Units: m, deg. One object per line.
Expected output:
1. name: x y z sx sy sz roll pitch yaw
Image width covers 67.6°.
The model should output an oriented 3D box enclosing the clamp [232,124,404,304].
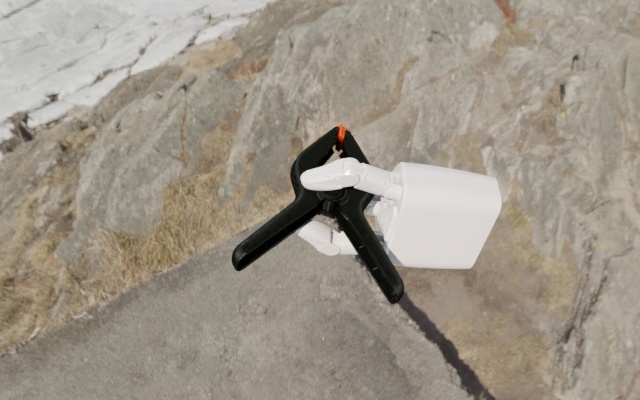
1. clamp: 0.000 0.001 0.498 0.164 0.209 0.036 8 -37 -9
